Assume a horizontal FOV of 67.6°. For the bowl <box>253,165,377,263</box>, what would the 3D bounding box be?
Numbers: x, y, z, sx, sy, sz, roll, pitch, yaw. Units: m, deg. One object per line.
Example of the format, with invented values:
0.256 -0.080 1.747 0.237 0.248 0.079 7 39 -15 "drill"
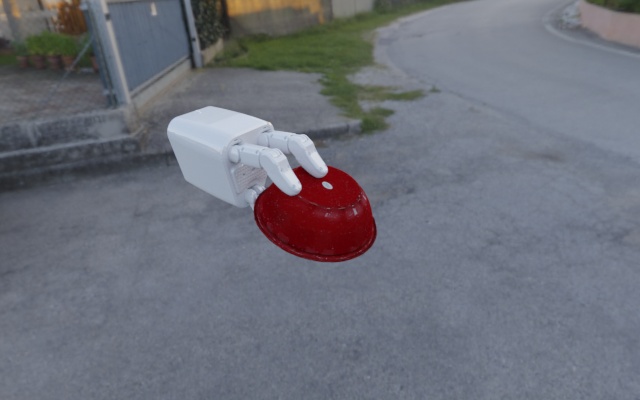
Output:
0.001 0.002 0.598 0.162 0.055 0.162 11 36 -8 "bowl"
